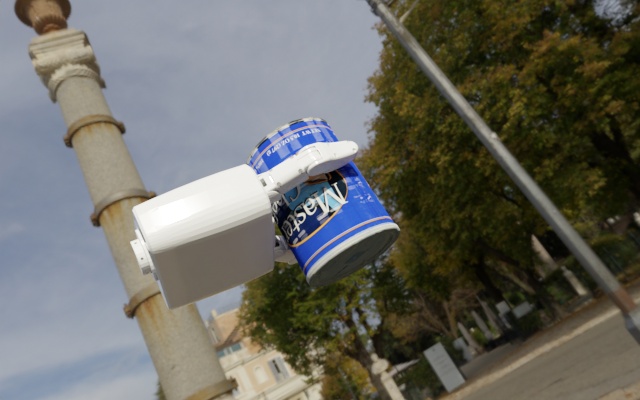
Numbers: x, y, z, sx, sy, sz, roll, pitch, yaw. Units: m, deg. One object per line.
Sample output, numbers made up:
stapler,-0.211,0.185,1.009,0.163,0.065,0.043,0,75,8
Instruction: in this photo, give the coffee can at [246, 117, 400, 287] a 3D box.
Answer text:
coffee can,0.000,0.002,0.487,0.103,0.140,0.103,-27,-22,-12
